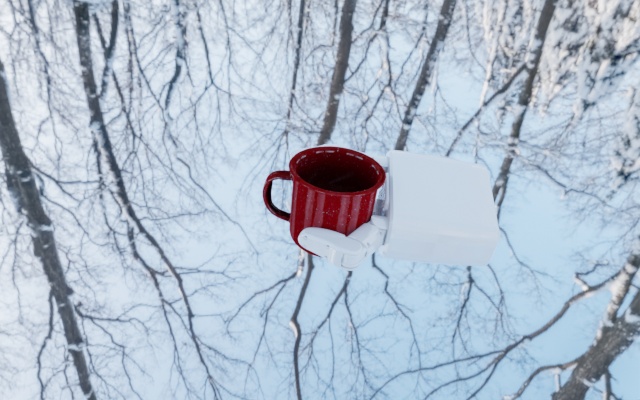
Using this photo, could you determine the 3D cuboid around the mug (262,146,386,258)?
[{"bbox_3d":[-0.001,0.002,0.475,0.117,0.081,0.093,7,33,0],"label":"mug"}]
